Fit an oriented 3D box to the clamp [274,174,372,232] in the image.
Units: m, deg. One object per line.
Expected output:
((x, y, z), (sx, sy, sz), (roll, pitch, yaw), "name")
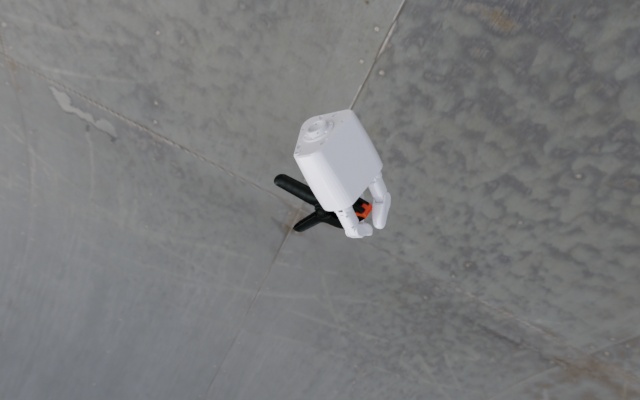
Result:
((0.000, 0.003, 0.793), (0.171, 0.120, 0.039), (-6, 40, 35), "clamp")
